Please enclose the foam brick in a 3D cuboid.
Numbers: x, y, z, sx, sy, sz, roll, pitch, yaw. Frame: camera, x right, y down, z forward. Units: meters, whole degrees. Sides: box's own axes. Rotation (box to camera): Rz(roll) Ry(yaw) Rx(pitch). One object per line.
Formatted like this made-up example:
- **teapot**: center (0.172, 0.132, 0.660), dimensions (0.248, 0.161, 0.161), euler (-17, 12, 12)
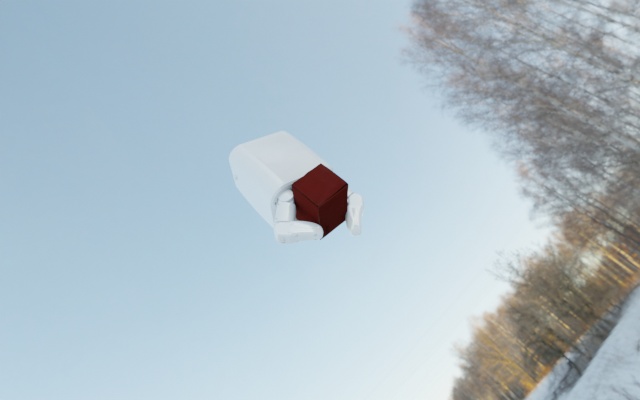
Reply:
- **foam brick**: center (0.000, 0.002, 0.617), dimensions (0.053, 0.078, 0.051), euler (-37, 61, -23)
